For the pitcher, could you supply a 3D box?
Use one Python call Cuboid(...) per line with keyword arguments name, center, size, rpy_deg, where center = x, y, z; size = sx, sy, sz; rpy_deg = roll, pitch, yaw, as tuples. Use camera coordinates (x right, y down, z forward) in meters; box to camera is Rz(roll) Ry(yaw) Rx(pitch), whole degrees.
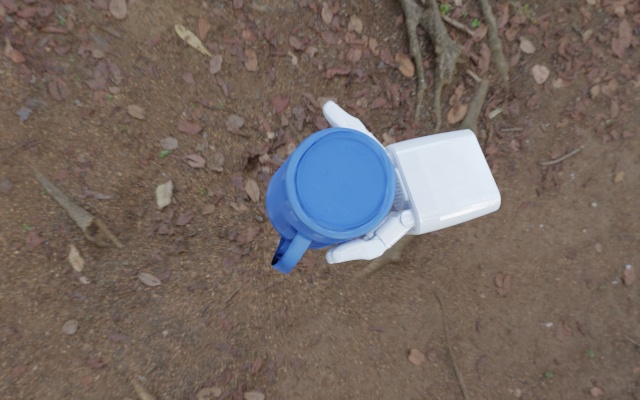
Cuboid(name="pitcher", center=(0.000, 0.002, 0.561), size=(0.145, 0.149, 0.243), rpy_deg=(-14, -3, -8))
